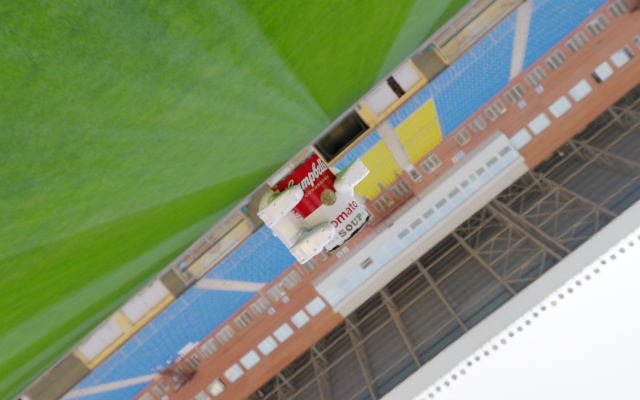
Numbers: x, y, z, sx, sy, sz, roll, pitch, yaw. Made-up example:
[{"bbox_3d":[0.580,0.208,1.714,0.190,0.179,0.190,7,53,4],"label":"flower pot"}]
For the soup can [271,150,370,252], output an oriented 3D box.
[{"bbox_3d":[0.000,0.002,0.557,0.068,0.102,0.068,-40,4,3],"label":"soup can"}]
